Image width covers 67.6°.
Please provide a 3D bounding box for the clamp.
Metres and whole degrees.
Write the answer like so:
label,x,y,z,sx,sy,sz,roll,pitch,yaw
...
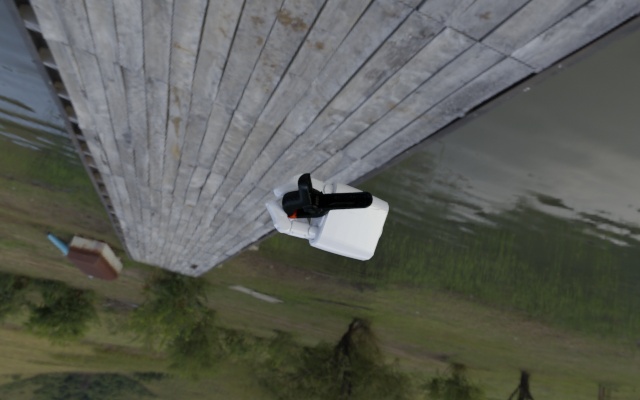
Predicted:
label,x,y,z,sx,sy,sz,roll,pitch,yaw
clamp,0.000,0.003,0.745,0.120,0.039,0.171,19,-18,-16
